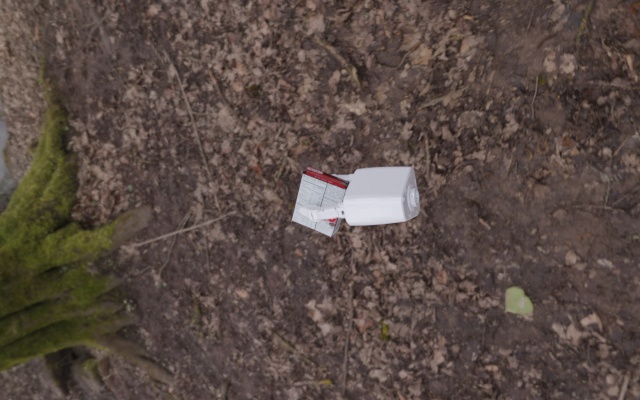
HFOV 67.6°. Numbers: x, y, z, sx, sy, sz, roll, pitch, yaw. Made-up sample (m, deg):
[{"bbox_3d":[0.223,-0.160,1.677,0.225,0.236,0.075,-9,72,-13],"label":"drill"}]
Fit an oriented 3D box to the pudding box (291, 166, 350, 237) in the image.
[{"bbox_3d":[0.000,0.003,0.894,0.090,0.113,0.039,22,30,12],"label":"pudding box"}]
